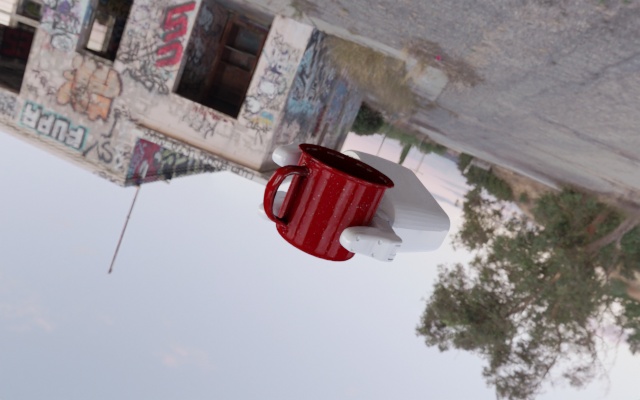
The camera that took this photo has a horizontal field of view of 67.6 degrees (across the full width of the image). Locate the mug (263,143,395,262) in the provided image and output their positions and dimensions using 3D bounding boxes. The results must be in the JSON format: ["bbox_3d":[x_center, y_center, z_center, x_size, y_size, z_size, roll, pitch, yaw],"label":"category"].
[{"bbox_3d":[-0.001,0.001,0.431,0.117,0.081,0.093,9,21,-42],"label":"mug"}]
